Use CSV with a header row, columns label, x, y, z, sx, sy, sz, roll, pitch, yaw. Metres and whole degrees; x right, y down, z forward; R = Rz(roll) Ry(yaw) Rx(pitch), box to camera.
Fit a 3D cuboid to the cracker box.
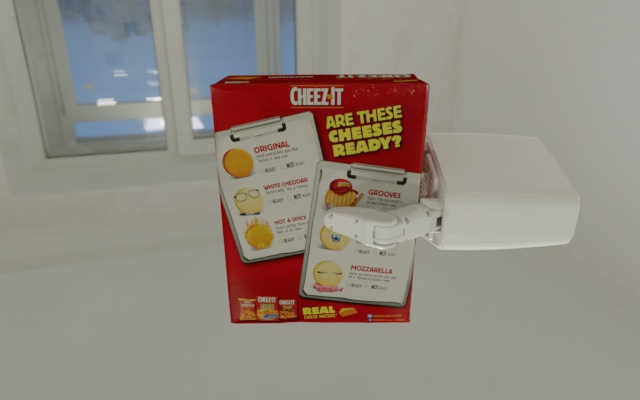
label,x,y,z,sx,sy,sz,roll,pitch,yaw
cracker box,0.000,0.002,0.417,0.164,0.214,0.072,0,22,0
